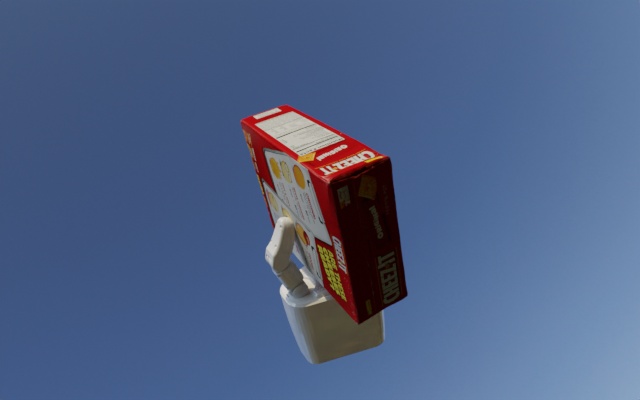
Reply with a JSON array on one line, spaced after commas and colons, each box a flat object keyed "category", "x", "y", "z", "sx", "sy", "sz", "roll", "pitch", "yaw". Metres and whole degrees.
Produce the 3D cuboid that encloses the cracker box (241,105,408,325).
[{"category": "cracker box", "x": 0.000, "y": 0.002, "z": 0.516, "sx": 0.072, "sy": 0.164, "sz": 0.213, "roll": -25, "pitch": 32, "yaw": -19}]
